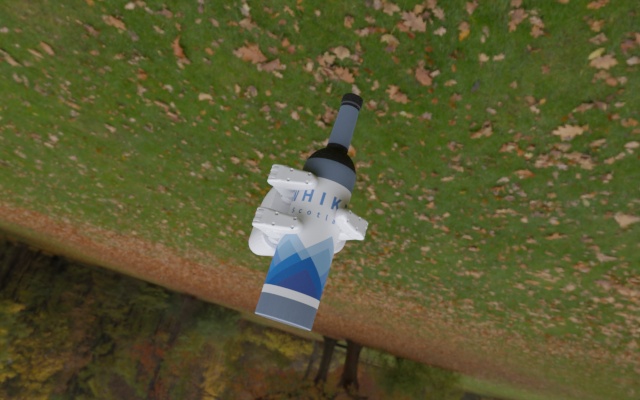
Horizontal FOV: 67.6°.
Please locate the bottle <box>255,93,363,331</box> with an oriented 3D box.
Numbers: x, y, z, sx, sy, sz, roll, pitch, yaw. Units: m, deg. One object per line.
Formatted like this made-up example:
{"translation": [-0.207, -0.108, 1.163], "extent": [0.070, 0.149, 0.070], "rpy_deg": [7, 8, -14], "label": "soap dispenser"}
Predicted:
{"translation": [0.000, 0.002, 0.577], "extent": [0.069, 0.295, 0.069], "rpy_deg": [16, -17, 5], "label": "bottle"}
